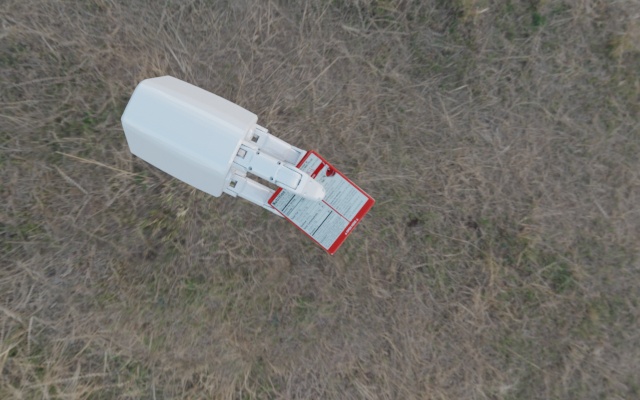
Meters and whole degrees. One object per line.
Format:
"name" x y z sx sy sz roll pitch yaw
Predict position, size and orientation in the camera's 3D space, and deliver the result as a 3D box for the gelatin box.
"gelatin box" 0.000 0.002 0.504 0.089 0.073 0.030 39 -3 -3
